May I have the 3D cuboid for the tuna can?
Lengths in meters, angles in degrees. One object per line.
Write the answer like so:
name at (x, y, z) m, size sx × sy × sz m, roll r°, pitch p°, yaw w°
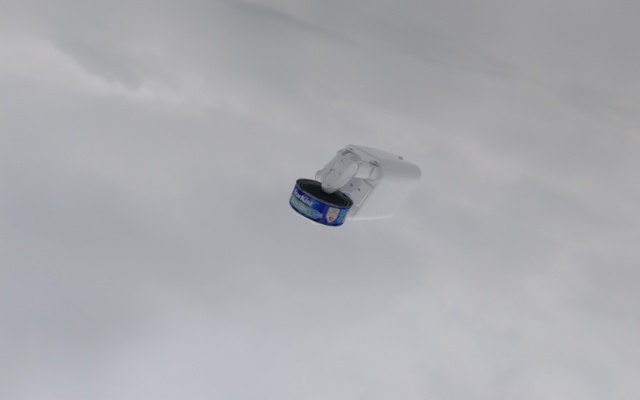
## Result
tuna can at (0.000, 0.003, 0.670) m, size 0.086 × 0.034 × 0.086 m, roll 21°, pitch 17°, yaw -7°
